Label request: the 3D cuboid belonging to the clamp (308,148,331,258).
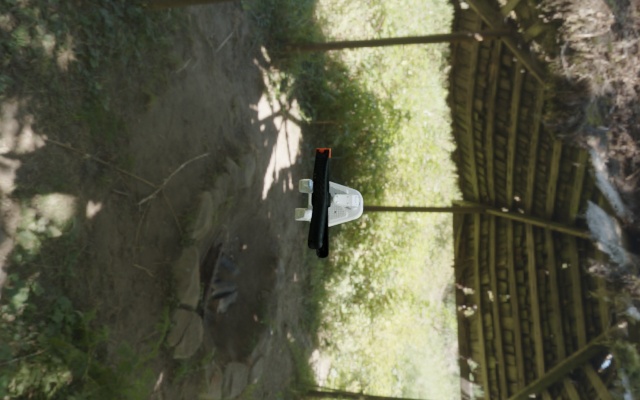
[{"bbox_3d":[0.001,0.002,0.884,0.036,0.210,0.164,1,-5,5],"label":"clamp"}]
